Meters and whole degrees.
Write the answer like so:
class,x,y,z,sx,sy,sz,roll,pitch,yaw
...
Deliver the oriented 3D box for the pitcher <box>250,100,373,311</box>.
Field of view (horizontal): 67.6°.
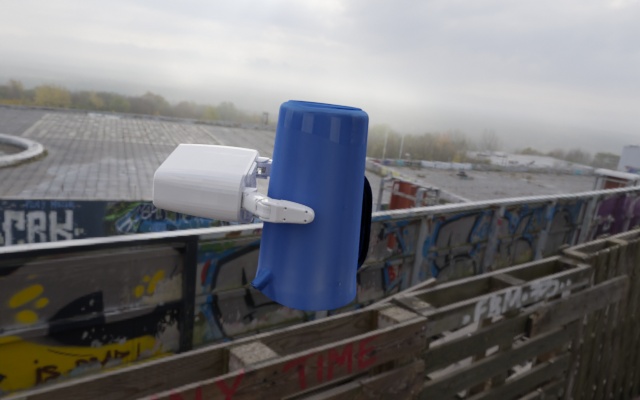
class,x,y,z,sx,sy,sz,roll,pitch,yaw
pitcher,0.000,0.002,0.603,0.145,0.243,0.149,7,14,3
